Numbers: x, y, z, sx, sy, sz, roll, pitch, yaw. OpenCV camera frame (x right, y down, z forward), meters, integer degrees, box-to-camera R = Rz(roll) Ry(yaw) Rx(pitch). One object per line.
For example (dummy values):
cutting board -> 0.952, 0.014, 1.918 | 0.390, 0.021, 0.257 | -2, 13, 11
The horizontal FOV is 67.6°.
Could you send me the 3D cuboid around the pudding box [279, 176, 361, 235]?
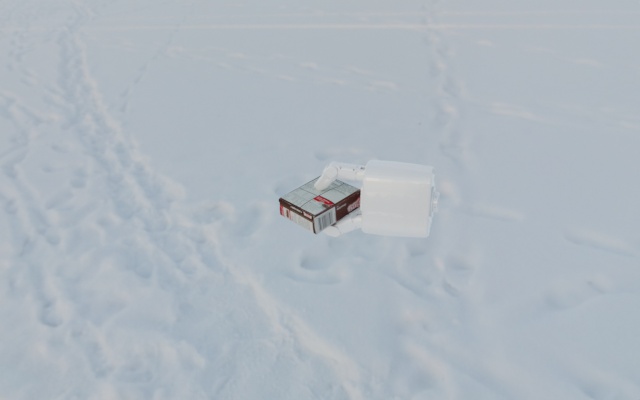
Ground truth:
pudding box -> 0.000, 0.003, 0.808 | 0.113, 0.039, 0.090 | -28, 38, -35
